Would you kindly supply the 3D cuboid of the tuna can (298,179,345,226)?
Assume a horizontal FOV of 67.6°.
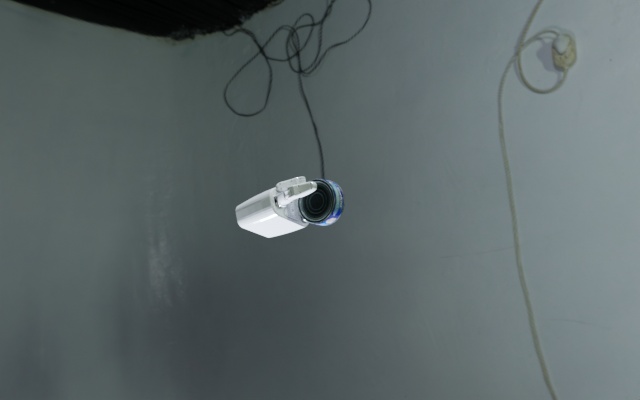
[{"bbox_3d":[0.000,0.003,0.882,0.086,0.086,0.034,0,-6,34],"label":"tuna can"}]
